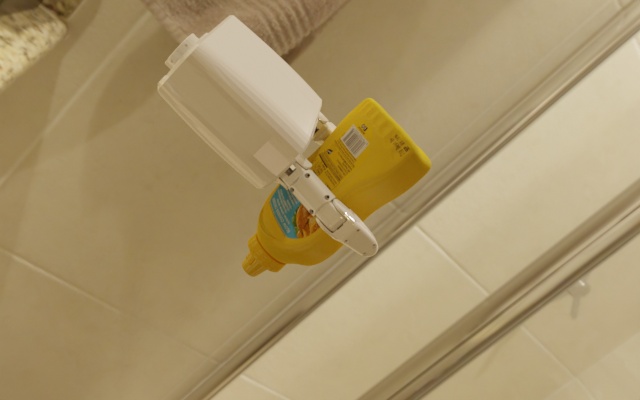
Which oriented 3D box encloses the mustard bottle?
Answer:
[{"bbox_3d":[0.000,0.001,0.428,0.058,0.191,0.096,36,16,-43],"label":"mustard bottle"}]
